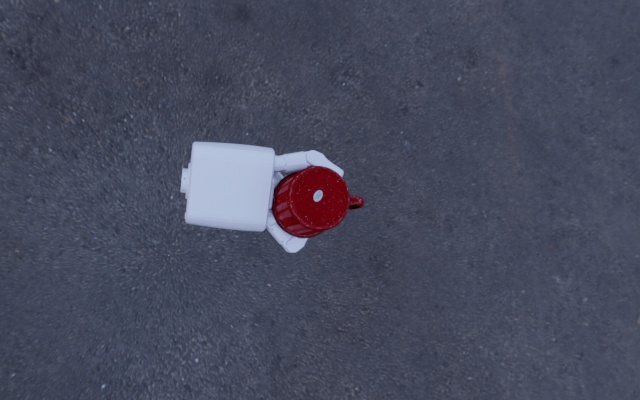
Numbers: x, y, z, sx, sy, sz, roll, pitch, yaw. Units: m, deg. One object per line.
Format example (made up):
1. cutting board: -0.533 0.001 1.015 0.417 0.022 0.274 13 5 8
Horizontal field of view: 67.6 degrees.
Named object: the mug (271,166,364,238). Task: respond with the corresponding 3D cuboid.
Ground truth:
1. mug: 0.002 0.002 0.622 0.117 0.093 0.081 5 -8 -15
